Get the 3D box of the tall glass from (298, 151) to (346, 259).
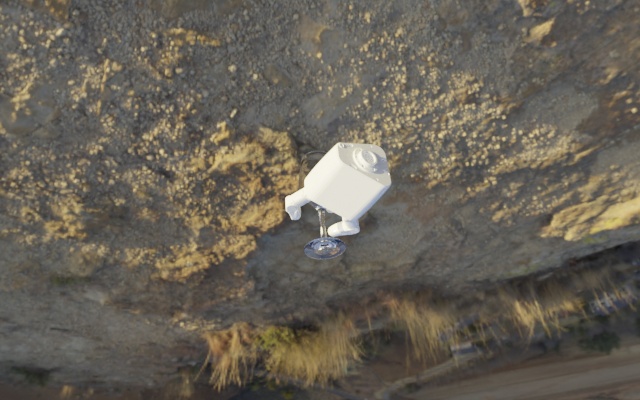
[{"bbox_3d":[0.000,0.004,0.885,0.079,0.201,0.079,-4,-35,-3],"label":"tall glass"}]
